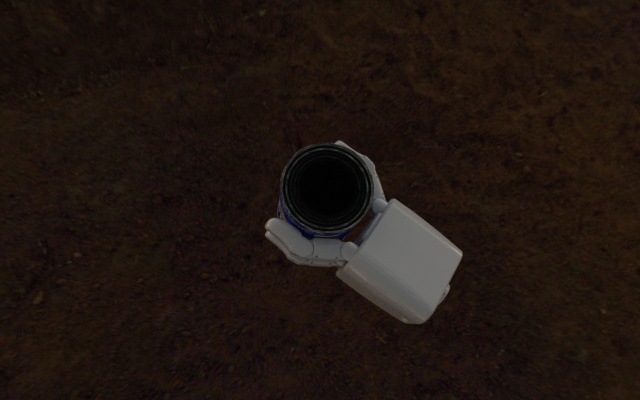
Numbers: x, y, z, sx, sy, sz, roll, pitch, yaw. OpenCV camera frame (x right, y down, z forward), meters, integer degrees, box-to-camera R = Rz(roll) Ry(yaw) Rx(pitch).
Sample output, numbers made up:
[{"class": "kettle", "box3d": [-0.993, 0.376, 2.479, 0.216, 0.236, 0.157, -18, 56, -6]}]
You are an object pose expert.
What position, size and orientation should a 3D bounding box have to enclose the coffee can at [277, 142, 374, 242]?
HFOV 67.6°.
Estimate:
[{"class": "coffee can", "box3d": [0.000, 0.002, 0.580, 0.103, 0.102, 0.140, 0, -13, -6]}]
